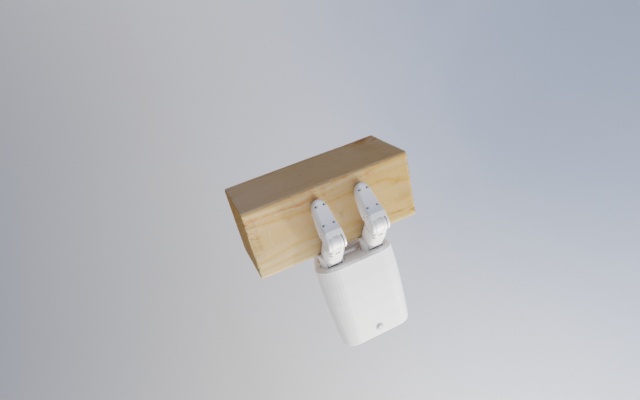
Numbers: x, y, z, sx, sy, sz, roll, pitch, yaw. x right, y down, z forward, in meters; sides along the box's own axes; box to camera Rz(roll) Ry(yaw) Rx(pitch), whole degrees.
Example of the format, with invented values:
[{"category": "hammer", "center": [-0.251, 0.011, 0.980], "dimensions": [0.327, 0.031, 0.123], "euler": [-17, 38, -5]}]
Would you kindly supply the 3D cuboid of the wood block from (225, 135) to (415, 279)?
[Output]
[{"category": "wood block", "center": [0.000, 0.002, 0.589], "dimensions": [0.206, 0.090, 0.090], "euler": [-22, 26, -15]}]
